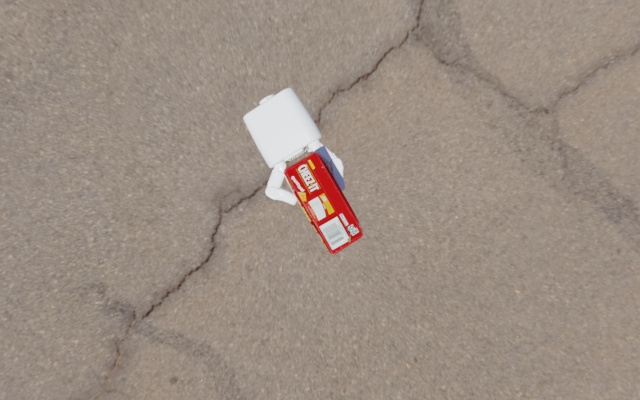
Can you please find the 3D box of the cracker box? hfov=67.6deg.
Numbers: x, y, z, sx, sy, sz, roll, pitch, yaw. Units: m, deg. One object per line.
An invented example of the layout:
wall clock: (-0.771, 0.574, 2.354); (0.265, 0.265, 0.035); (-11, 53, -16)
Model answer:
cracker box: (0.000, 0.003, 0.884); (0.072, 0.164, 0.213); (-30, 2, -3)
